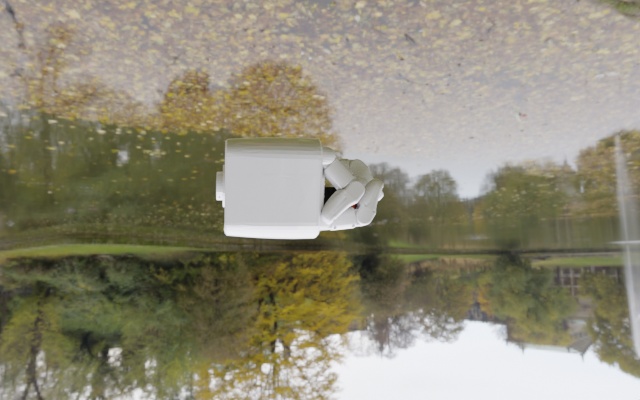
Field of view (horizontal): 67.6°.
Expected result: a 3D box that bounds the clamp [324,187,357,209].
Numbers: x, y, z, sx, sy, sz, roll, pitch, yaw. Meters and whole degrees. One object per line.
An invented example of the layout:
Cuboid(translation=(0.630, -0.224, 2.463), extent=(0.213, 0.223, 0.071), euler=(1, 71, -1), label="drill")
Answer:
Cuboid(translation=(0.000, 0.003, 0.646), extent=(0.120, 0.039, 0.171), euler=(1, -8, -10), label="clamp")
